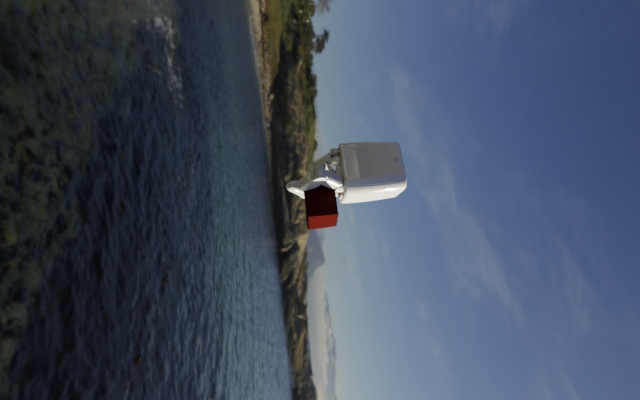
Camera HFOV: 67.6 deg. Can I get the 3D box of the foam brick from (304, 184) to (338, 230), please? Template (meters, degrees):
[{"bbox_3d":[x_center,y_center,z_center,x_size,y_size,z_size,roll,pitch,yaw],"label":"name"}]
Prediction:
[{"bbox_3d":[0.000,0.003,0.815,0.051,0.078,0.053,-4,-26,-5],"label":"foam brick"}]
